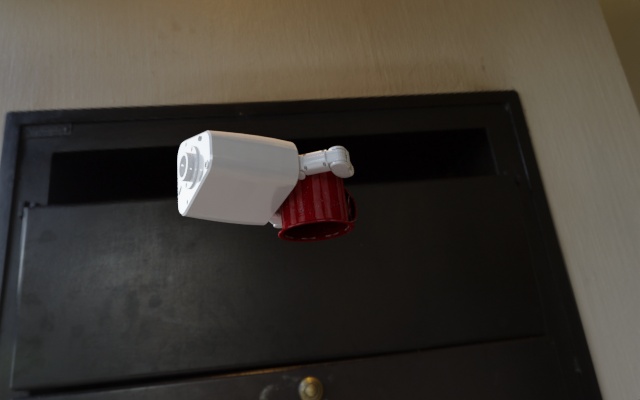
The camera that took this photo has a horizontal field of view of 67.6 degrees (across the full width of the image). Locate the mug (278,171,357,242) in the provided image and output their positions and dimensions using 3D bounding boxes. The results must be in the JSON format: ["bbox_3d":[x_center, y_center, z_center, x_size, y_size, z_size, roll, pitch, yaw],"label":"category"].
[{"bbox_3d":[0.001,0.002,0.602,0.117,0.081,0.093,7,-23,-36],"label":"mug"}]
